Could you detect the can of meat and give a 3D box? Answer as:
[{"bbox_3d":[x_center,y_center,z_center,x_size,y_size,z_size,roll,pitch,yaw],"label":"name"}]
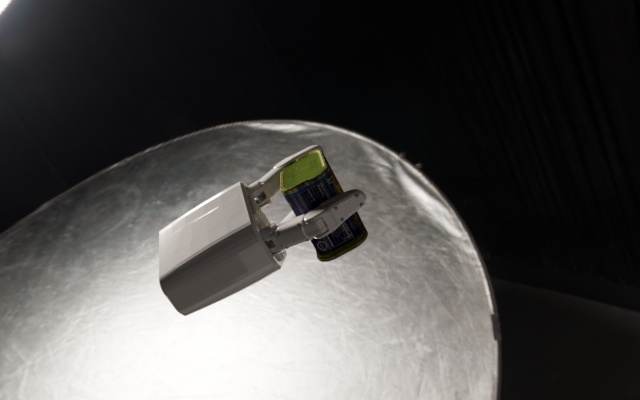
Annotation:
[{"bbox_3d":[0.000,0.001,0.497,0.057,0.084,0.102,-28,19,4],"label":"can of meat"}]
